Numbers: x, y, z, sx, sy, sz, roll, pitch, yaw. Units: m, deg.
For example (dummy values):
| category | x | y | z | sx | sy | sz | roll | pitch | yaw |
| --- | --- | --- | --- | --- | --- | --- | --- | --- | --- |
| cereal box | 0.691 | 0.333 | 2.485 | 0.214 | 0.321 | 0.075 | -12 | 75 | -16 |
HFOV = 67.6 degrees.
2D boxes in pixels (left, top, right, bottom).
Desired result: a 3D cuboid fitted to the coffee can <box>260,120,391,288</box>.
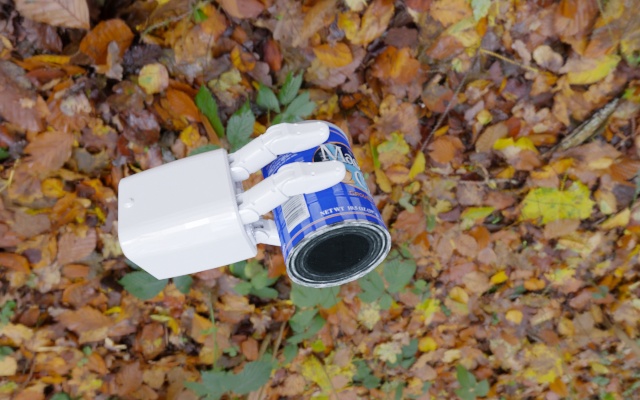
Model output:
| category | x | y | z | sx | sy | sz | roll | pitch | yaw |
| --- | --- | --- | --- | --- | --- | --- | --- | --- | --- |
| coffee can | 0.000 | 0.001 | 0.488 | 0.103 | 0.140 | 0.103 | -11 | -39 | -10 |
